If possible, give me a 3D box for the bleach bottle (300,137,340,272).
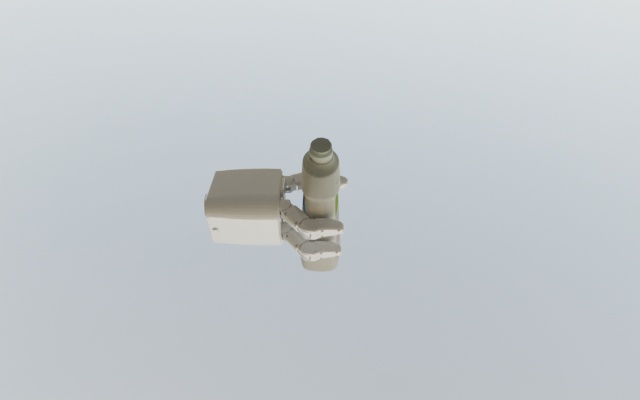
[{"bbox_3d":[0.000,0.002,0.713,0.068,0.102,0.251,1,-40,0],"label":"bleach bottle"}]
